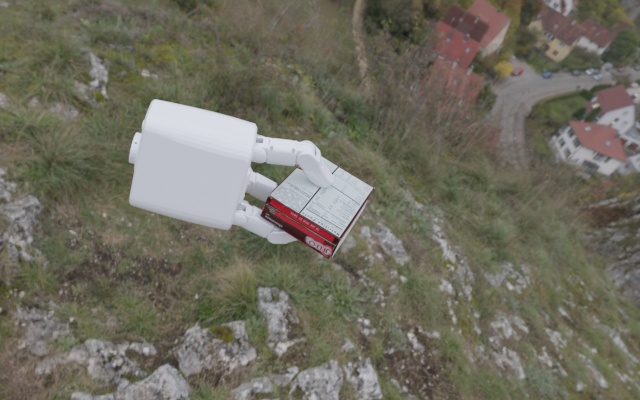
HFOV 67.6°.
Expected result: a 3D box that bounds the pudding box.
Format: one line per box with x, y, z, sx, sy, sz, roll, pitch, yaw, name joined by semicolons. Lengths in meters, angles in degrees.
0.000;0.002;0.534;0.090;0.039;0.113;32;42;6;pudding box
